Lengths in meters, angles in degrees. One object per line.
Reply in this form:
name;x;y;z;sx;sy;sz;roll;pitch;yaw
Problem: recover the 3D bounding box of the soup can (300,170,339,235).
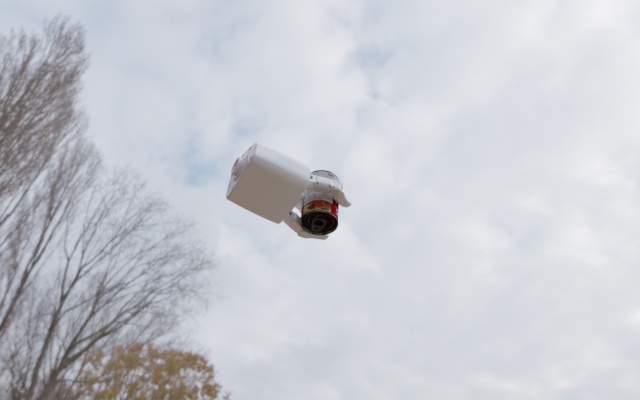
soup can;0.001;0.003;0.865;0.068;0.102;0.069;2;-42;2
